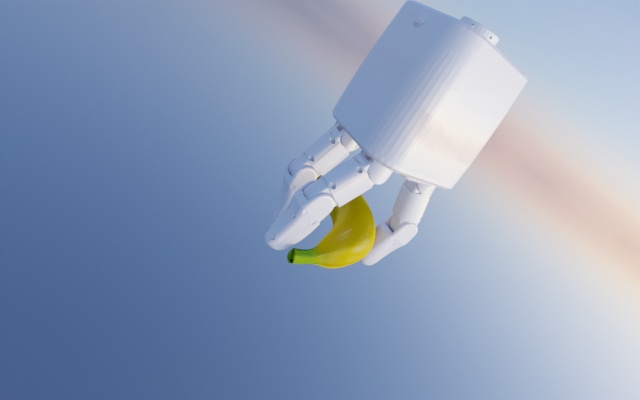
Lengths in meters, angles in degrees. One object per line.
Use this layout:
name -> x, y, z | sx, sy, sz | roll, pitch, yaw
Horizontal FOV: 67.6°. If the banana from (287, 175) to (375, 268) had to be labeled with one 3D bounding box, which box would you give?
banana -> 0.016, 0.011, 0.438 | 0.069, 0.037, 0.197 | 27, 20, -7
